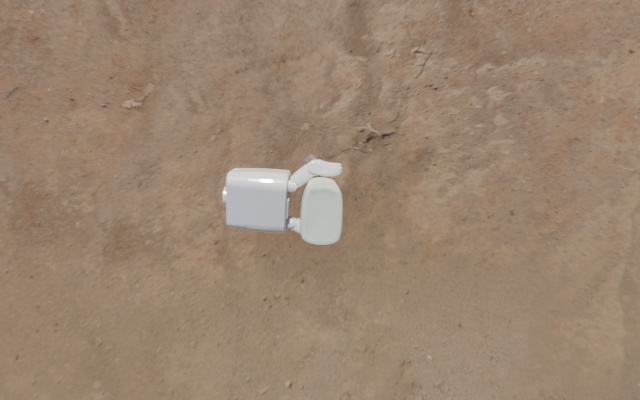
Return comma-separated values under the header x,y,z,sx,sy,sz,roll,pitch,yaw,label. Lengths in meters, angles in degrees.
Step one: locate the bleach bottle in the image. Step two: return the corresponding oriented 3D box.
x,y,z,sx,sy,sz,roll,pitch,yaw,label
0.000,0.003,0.872,0.068,0.102,0.251,3,9,-2,bleach bottle
